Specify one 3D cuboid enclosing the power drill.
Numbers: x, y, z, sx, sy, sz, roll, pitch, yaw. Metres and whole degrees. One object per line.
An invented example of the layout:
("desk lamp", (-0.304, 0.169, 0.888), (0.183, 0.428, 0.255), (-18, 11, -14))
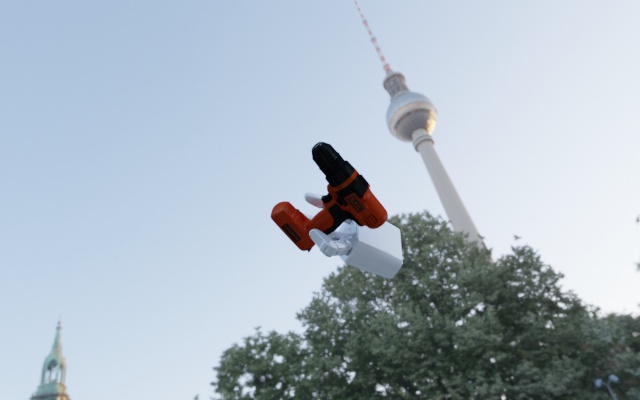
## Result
("power drill", (0.000, 0.003, 0.853), (0.188, 0.184, 0.057), (-29, 19, 34))
